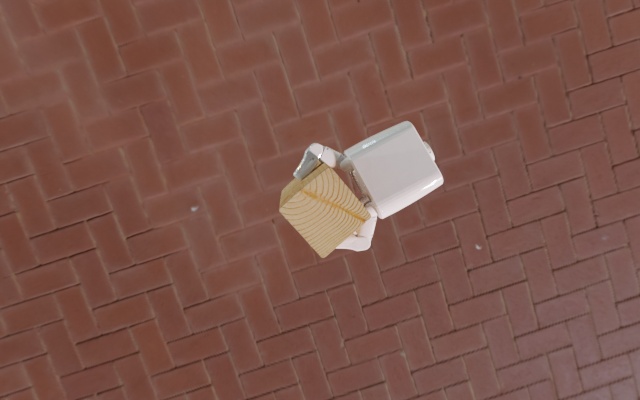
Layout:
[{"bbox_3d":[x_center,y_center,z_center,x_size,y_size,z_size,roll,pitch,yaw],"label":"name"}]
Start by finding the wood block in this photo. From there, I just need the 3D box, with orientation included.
[{"bbox_3d":[0.000,0.002,0.724,0.090,0.091,0.206,-40,8,2],"label":"wood block"}]
